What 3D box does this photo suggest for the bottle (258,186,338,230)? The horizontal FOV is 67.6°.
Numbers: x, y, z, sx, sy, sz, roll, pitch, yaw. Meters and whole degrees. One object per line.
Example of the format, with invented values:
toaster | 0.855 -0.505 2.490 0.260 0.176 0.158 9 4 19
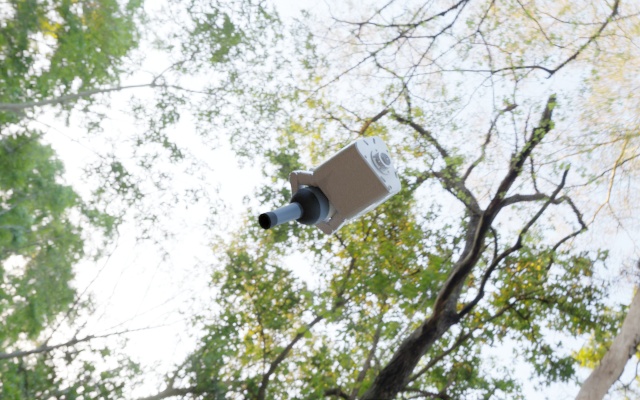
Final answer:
bottle | 0.000 0.003 0.860 0.069 0.069 0.295 0 12 38
